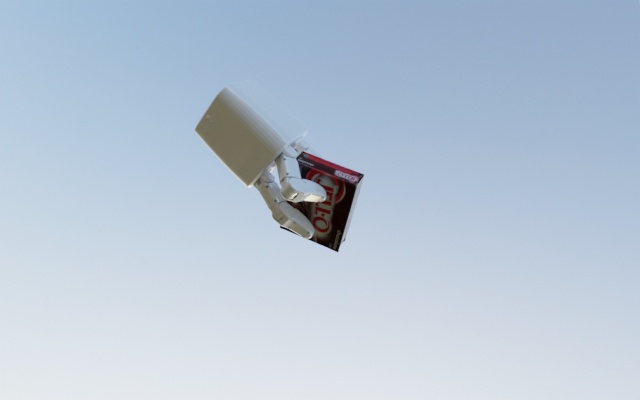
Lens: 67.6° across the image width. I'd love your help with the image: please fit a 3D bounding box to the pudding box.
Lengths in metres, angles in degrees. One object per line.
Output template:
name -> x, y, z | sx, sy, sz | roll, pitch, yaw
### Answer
pudding box -> 0.000, 0.002, 0.629 | 0.090, 0.114, 0.039 | 22, 37, 14
